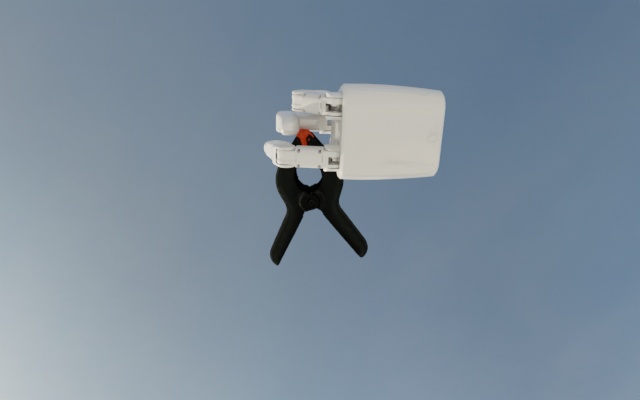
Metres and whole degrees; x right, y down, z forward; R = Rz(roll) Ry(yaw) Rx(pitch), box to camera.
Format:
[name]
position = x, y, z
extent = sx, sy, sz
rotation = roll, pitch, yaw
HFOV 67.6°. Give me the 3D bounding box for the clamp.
[clamp]
position = 0.000, 0.001, 0.568
extent = 0.120, 0.171, 0.039
rotation = 0, 23, -6
